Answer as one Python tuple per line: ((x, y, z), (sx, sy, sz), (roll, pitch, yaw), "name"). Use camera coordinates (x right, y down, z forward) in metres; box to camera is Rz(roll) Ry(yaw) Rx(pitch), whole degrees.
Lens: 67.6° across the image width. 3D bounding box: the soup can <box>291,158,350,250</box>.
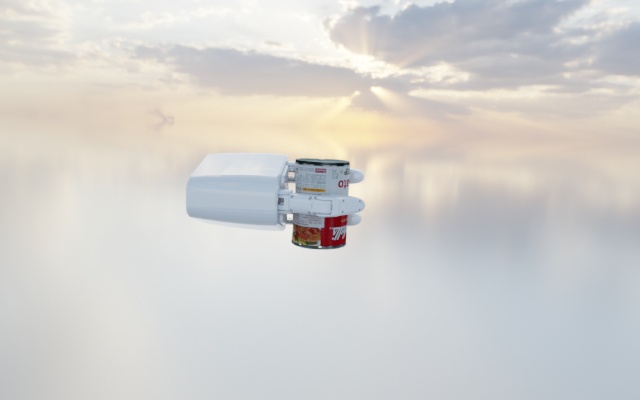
((0.001, 0.002, 0.578), (0.068, 0.102, 0.068), (3, 9, 0), "soup can")
